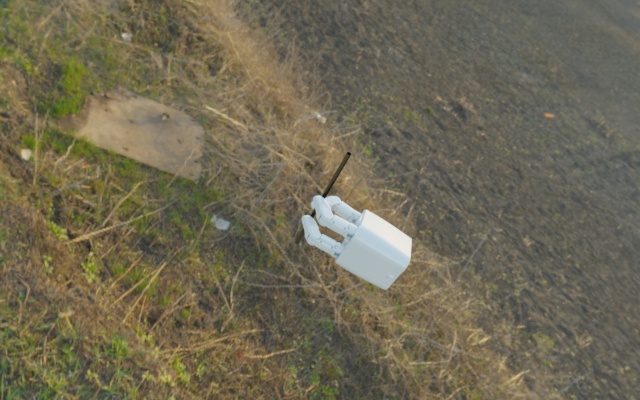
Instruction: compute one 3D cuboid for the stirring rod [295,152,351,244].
[{"bbox_3d":[0.000,0.003,0.861,0.011,0.011,0.240,0,-42,-31],"label":"stirring rod"}]
